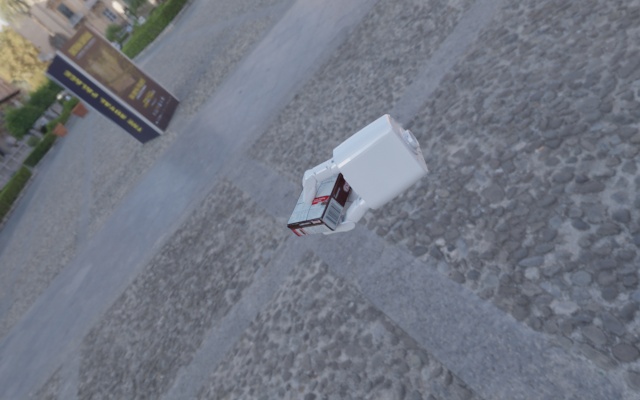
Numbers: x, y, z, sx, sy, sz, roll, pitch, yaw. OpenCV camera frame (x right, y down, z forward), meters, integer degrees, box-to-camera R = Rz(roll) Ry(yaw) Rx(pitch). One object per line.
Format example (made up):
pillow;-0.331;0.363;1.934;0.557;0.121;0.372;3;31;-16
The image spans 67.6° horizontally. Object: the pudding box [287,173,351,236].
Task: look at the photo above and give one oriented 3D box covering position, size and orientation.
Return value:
pudding box;0.000;0.003;0.820;0.090;0.113;0.039;-14;-47;45
